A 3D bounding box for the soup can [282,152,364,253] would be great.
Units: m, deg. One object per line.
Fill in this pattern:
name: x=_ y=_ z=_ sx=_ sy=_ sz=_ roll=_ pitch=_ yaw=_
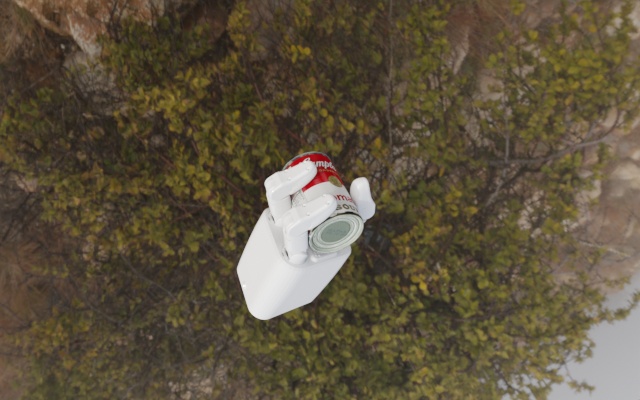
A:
soup can: x=0.001 y=0.002 z=0.553 sx=0.068 sy=0.102 sz=0.069 roll=-16 pitch=-39 yaw=-13
